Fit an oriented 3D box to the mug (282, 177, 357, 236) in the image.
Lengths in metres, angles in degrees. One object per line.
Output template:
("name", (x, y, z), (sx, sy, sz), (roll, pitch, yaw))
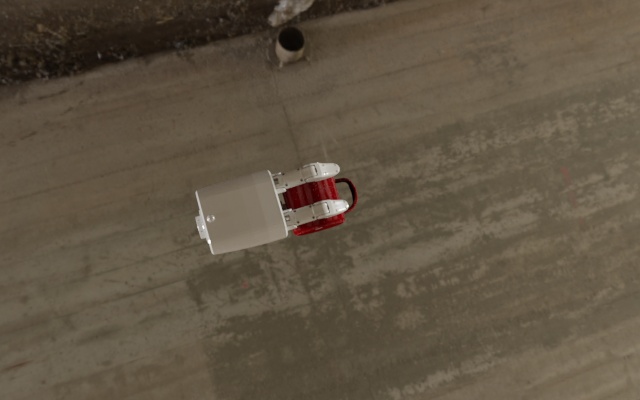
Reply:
("mug", (0.002, 0.002, 0.733), (0.117, 0.081, 0.093), (-15, -7, -11))
